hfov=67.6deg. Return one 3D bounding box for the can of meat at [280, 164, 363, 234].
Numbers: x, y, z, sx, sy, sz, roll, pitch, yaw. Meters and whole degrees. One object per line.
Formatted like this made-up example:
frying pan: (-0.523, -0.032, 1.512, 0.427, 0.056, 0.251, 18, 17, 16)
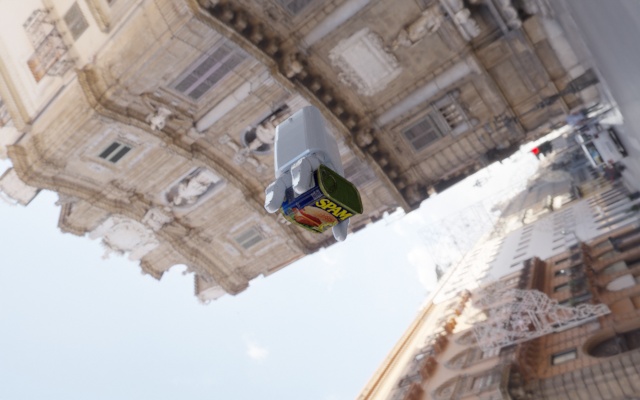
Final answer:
can of meat: (0.000, 0.003, 0.718, 0.084, 0.057, 0.102, -30, -39, 28)
